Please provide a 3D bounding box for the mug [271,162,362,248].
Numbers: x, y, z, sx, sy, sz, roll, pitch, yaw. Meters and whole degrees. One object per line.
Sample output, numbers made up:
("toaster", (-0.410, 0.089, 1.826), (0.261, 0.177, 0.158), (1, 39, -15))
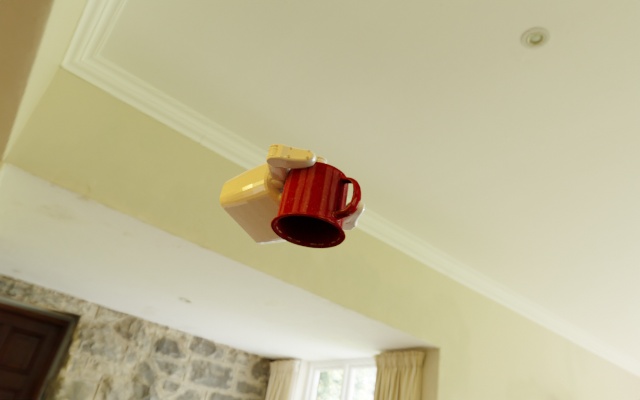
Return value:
("mug", (0.001, 0.001, 0.596), (0.117, 0.081, 0.093), (-16, -39, 39))
